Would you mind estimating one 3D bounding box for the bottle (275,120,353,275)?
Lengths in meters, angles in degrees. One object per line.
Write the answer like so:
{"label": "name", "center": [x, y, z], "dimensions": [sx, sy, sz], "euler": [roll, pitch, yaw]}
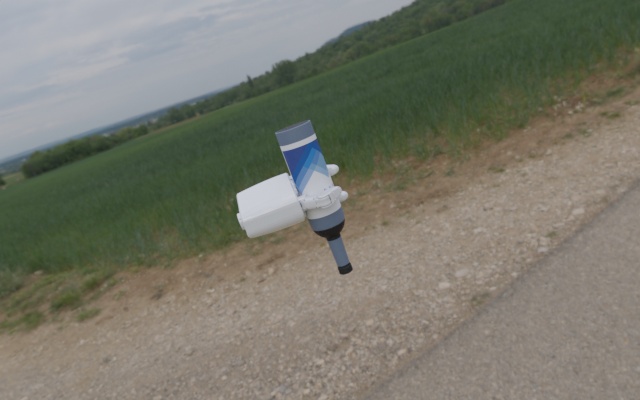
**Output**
{"label": "bottle", "center": [0.000, 0.003, 0.880], "dimensions": [0.069, 0.296, 0.069], "euler": [-19, 15, 5]}
